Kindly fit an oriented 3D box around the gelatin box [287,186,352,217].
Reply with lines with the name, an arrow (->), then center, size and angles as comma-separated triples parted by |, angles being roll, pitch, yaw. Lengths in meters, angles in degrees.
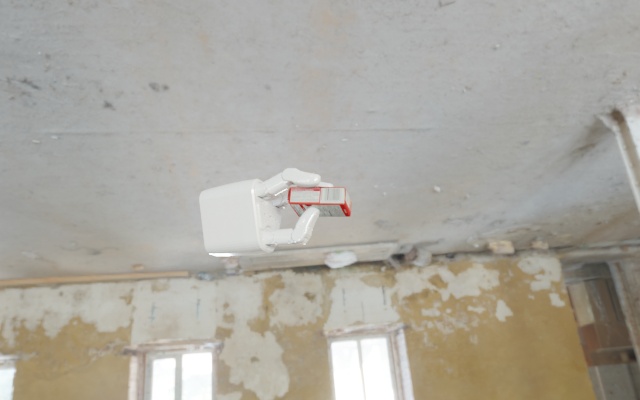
gelatin box -> 0.000, 0.003, 0.746 | 0.089, 0.030, 0.073 | 1, -17, 12
